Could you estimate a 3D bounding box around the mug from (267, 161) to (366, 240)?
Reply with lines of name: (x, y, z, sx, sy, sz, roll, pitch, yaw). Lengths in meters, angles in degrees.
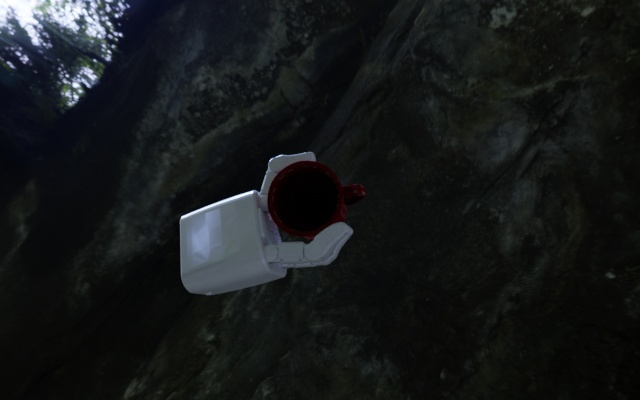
mug: (0.001, 0.002, 0.603, 0.117, 0.093, 0.081, -16, -14, 8)
